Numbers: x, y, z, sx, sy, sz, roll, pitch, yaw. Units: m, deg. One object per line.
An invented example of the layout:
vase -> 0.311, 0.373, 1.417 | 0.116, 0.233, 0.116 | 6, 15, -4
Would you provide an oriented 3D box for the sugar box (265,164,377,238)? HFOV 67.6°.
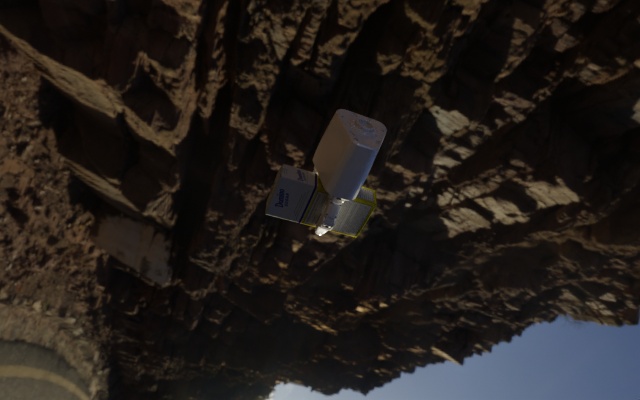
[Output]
sugar box -> 0.000, 0.002, 0.842 | 0.176, 0.093, 0.048 | 18, 38, -12
